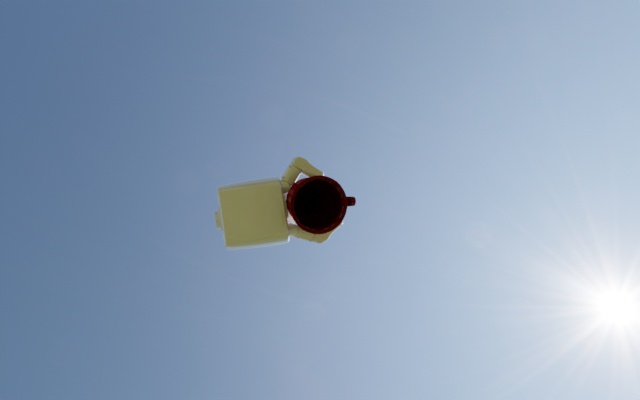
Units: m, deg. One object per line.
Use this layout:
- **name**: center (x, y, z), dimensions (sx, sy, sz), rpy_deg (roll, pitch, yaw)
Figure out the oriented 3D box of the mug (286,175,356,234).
- **mug**: center (0.001, 0.002, 0.790), dimensions (0.117, 0.093, 0.081), rpy_deg (-6, 6, -13)
